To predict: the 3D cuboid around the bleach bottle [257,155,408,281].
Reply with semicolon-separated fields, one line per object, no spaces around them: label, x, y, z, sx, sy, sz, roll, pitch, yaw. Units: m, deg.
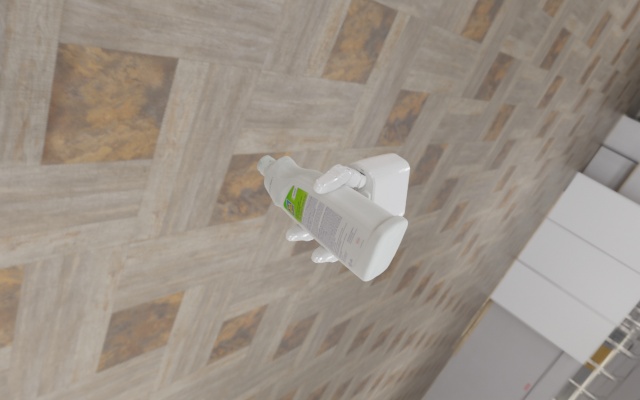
bleach bottle;0.000;0.002;0.690;0.250;0.103;0.068;38;38;28
